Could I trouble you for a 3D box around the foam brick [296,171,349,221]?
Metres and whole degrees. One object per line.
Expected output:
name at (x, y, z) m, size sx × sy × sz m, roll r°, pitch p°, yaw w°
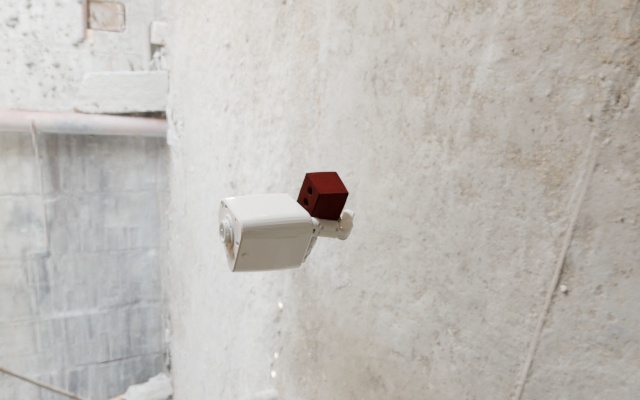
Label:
foam brick at (0.000, 0.002, 0.714) m, size 0.051 × 0.078 × 0.053 m, roll -1°, pitch 40°, yaw -28°
